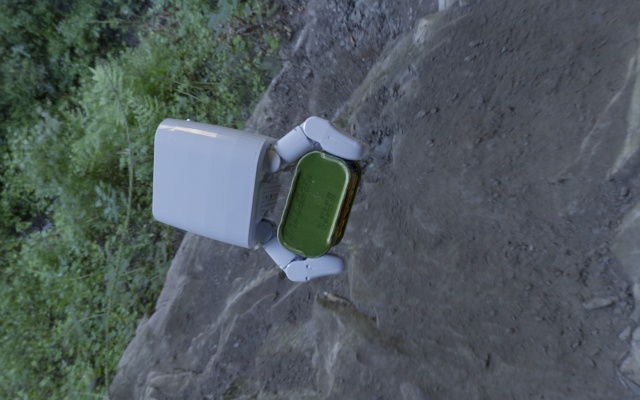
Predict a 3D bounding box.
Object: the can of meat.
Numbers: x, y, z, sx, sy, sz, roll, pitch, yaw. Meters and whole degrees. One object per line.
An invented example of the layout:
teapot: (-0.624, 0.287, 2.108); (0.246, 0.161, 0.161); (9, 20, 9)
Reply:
can of meat: (0.000, 0.002, 0.468); (0.057, 0.102, 0.084); (17, 7, 8)
